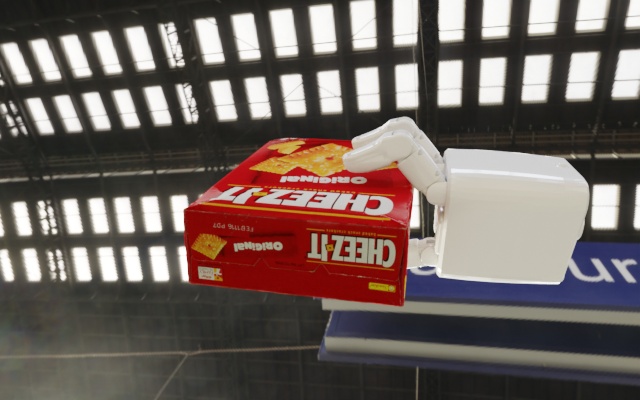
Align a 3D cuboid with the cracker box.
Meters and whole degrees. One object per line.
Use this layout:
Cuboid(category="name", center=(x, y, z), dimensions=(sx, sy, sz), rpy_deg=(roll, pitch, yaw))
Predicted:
Cuboid(category="cracker box", center=(0.000, 0.002, 0.431), dimensions=(0.164, 0.072, 0.213), rpy_deg=(4, 21, 11))
